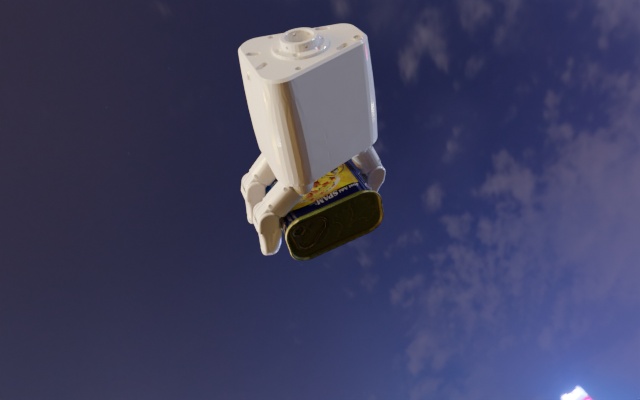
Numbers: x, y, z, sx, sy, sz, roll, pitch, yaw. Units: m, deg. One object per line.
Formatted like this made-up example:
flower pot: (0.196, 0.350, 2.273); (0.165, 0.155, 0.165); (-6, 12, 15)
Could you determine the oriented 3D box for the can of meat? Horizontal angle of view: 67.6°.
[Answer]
can of meat: (0.000, 0.001, 0.494); (0.102, 0.057, 0.084); (-24, 44, -9)
